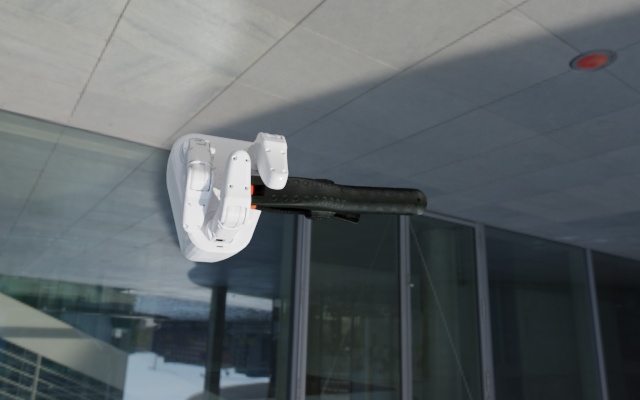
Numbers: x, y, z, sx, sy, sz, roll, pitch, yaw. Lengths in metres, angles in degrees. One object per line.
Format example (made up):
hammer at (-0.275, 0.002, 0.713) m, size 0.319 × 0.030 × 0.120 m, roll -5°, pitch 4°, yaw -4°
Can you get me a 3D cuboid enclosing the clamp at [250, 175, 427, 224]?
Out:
clamp at (0.000, 0.002, 0.456) m, size 0.171 × 0.039 × 0.120 m, roll 8°, pitch -16°, yaw -21°
